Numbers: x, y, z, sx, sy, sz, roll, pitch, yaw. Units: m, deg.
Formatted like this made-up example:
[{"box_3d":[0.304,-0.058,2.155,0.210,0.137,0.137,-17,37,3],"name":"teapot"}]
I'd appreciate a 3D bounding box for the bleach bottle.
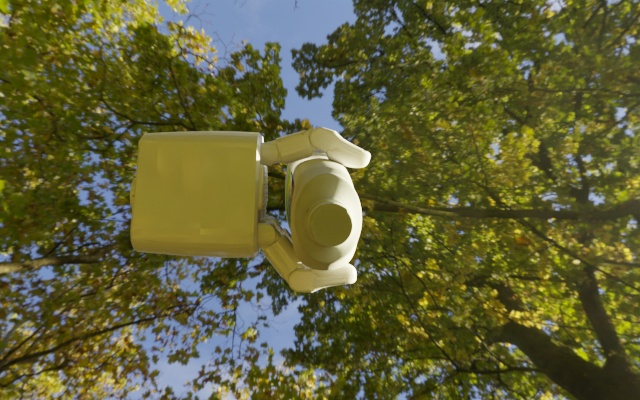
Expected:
[{"box_3d":[0.000,0.002,0.439,0.068,0.102,0.251,0,3,-4],"name":"bleach bottle"}]
